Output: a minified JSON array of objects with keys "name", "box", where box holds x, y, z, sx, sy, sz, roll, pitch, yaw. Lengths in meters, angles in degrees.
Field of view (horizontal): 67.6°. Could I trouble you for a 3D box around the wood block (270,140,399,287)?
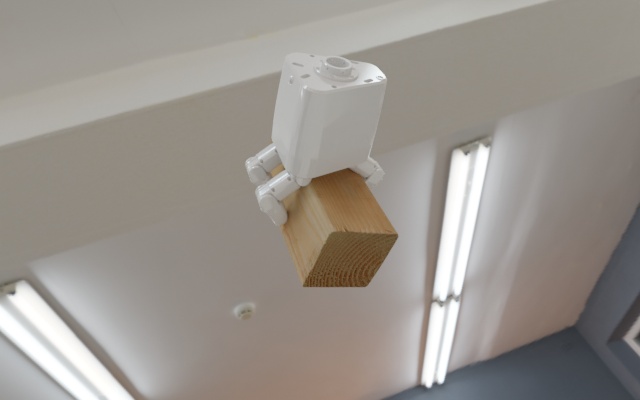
[{"name":"wood block","box":[0.000,0.002,0.598,0.091,0.090,0.206,5,38,-29]}]
